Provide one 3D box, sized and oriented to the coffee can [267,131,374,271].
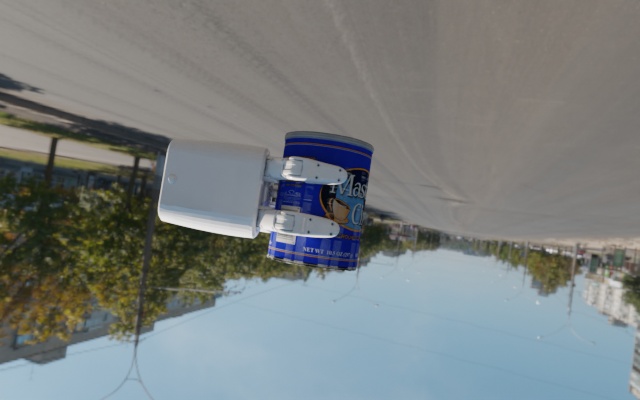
[{"bbox_3d":[0.000,0.002,0.542,0.103,0.140,0.103,9,-3,0],"label":"coffee can"}]
